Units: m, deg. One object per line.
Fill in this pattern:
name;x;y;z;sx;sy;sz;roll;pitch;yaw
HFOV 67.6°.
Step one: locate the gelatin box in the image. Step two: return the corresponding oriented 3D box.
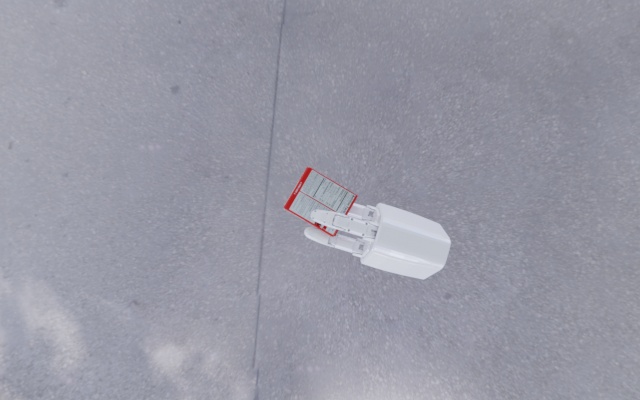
gelatin box;0.000;0.002;0.718;0.089;0.073;0.030;30;-2;-4
